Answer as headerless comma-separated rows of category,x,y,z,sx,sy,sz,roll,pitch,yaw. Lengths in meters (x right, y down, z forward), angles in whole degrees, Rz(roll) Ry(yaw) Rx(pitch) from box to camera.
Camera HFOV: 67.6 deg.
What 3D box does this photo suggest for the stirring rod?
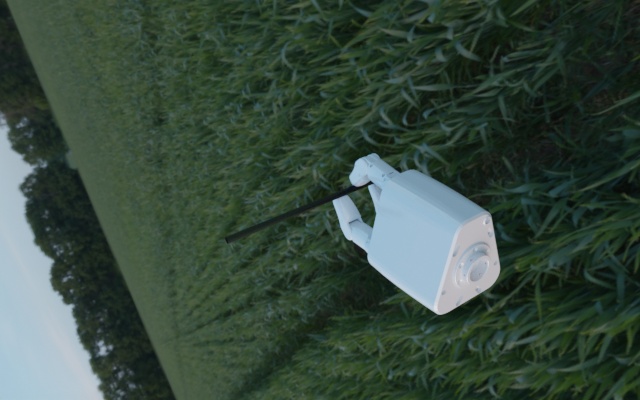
stirring rod,0.000,0.002,0.565,0.239,0.011,0.011,-22,9,-24
